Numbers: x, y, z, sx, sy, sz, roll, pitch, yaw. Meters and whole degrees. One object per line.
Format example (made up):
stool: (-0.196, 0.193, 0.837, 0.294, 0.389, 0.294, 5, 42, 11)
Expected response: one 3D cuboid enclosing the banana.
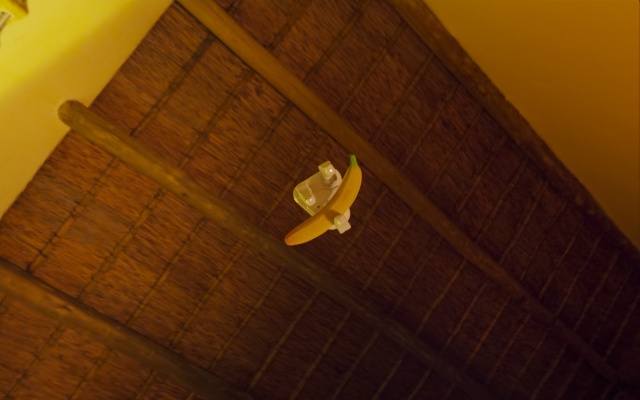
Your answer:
banana: (0.016, 0.009, 0.853, 0.070, 0.198, 0.037, 34, 5, -29)
